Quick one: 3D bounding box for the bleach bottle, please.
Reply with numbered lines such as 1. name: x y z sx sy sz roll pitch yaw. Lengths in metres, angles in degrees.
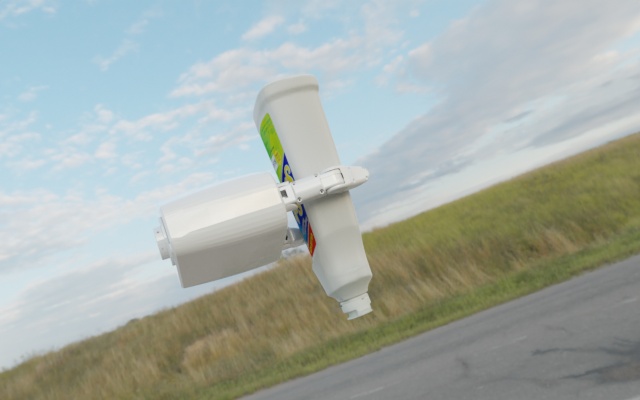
1. bleach bottle: 0.000 0.002 0.510 0.068 0.251 0.102 -18 -9 -18
